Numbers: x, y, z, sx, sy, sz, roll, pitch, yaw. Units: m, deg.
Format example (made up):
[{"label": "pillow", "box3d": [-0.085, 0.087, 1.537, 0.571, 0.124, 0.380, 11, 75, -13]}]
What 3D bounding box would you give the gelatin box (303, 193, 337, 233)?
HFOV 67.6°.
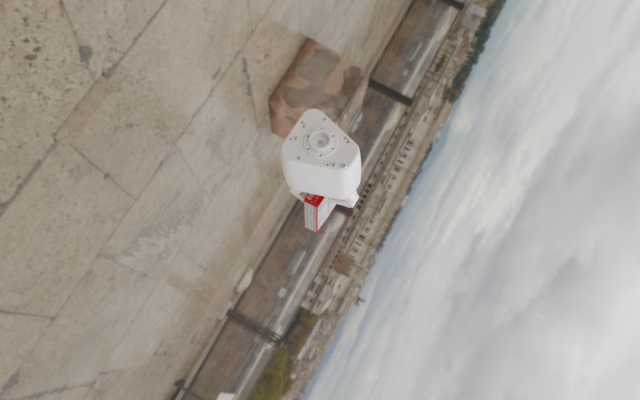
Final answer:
[{"label": "gelatin box", "box3d": [0.001, 0.003, 0.834, 0.030, 0.073, 0.089, 25, -30, 16]}]
